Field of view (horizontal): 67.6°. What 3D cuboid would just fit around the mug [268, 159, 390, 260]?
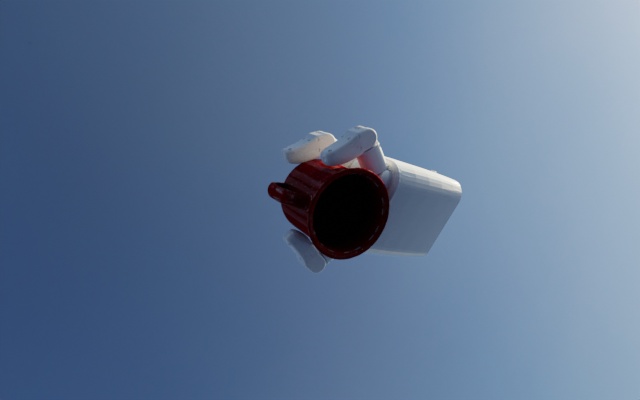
[{"bbox_3d":[-0.001,0.001,0.487,0.117,0.093,0.081,10,11,-32],"label":"mug"}]
